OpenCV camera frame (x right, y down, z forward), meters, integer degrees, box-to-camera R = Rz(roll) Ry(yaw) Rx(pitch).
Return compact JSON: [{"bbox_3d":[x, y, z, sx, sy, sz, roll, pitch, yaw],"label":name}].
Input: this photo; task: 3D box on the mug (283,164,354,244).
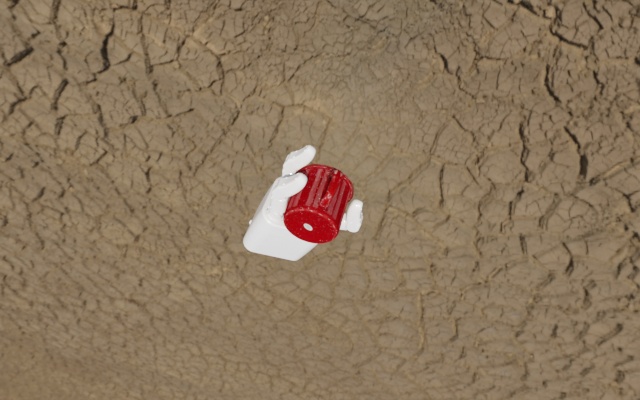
[{"bbox_3d":[0.001,0.002,0.679,0.093,0.081,0.117,27,-39,-11],"label":"mug"}]
